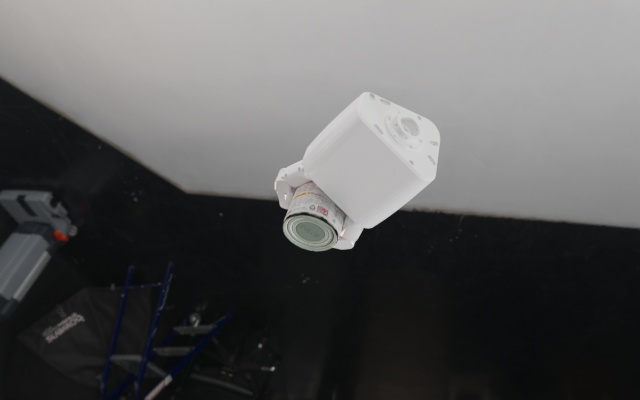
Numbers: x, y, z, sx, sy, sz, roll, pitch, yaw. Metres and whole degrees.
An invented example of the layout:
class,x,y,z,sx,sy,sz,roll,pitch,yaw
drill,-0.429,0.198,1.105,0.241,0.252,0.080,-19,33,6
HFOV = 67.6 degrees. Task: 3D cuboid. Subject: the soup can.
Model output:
class,x,y,z,sx,sy,sz,roll,pitch,yaw
soup can,0.000,0.002,0.580,0.068,0.102,0.069,11,-41,9
